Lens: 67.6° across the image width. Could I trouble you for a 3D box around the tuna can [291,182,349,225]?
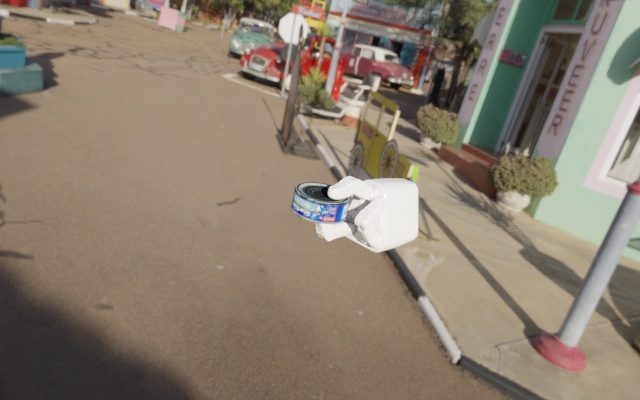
[{"bbox_3d":[0.000,0.002,0.725,0.086,0.034,0.086,11,22,-4],"label":"tuna can"}]
